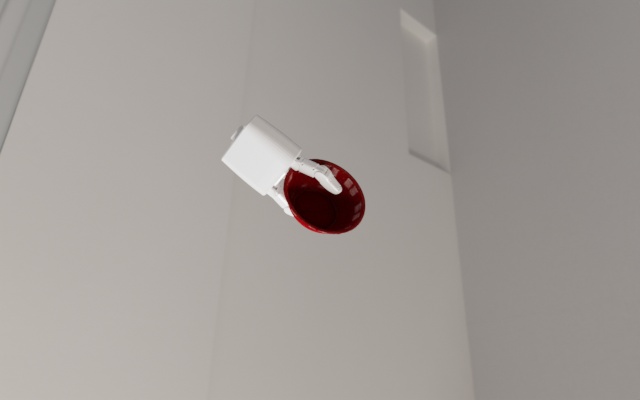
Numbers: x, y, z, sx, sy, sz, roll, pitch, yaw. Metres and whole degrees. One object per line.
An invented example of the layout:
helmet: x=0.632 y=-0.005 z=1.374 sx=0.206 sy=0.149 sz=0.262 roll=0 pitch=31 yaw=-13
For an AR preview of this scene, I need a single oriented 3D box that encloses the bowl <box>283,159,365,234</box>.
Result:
bowl: x=0.001 y=0.004 z=0.886 sx=0.162 sy=0.162 sz=0.055 roll=0 pitch=-32 yaw=-26
